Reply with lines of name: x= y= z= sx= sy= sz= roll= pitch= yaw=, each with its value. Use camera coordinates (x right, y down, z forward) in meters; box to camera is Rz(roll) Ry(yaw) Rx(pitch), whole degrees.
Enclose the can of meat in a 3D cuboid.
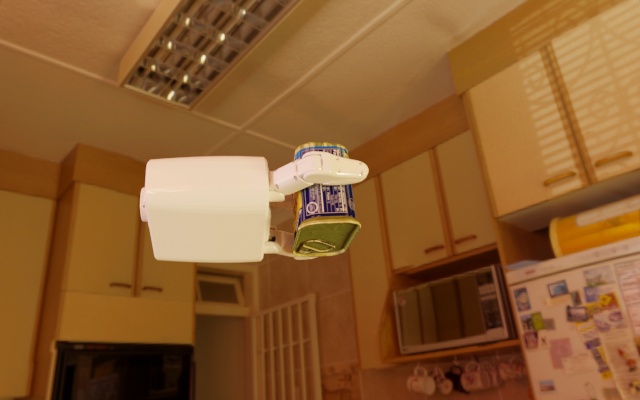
can of meat: x=0.000 y=0.001 z=0.475 sx=0.057 sy=0.084 sz=0.102 roll=-2 pitch=-23 yaw=-9
